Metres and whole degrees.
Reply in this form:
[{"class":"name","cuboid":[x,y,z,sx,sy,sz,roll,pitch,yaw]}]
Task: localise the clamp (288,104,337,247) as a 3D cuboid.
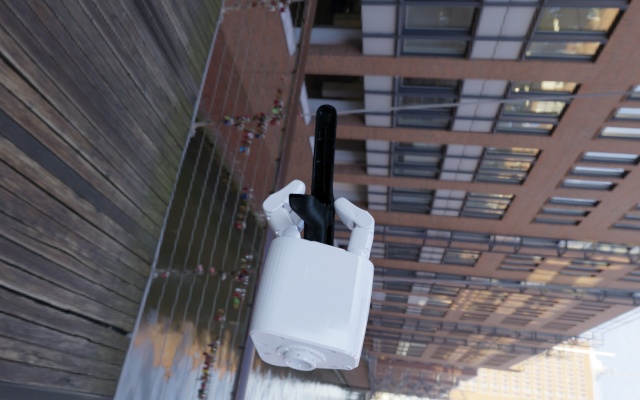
[{"class":"clamp","cuboid":[0.001,0.003,0.579,0.036,0.164,0.210,7,-38,10]}]
